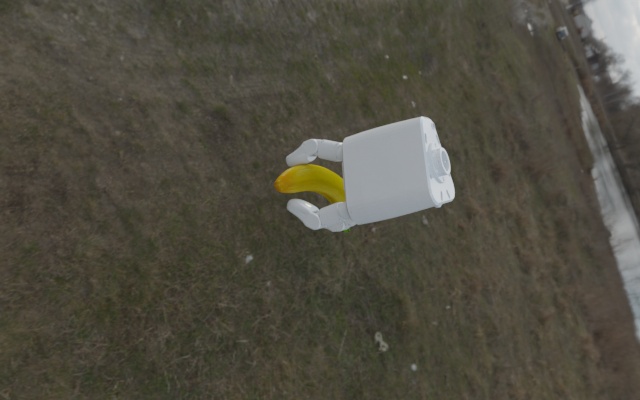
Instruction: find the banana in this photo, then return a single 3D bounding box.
[{"bbox_3d":[0.003,-0.014,0.685,0.037,0.069,0.198,-9,-25,31],"label":"banana"}]
